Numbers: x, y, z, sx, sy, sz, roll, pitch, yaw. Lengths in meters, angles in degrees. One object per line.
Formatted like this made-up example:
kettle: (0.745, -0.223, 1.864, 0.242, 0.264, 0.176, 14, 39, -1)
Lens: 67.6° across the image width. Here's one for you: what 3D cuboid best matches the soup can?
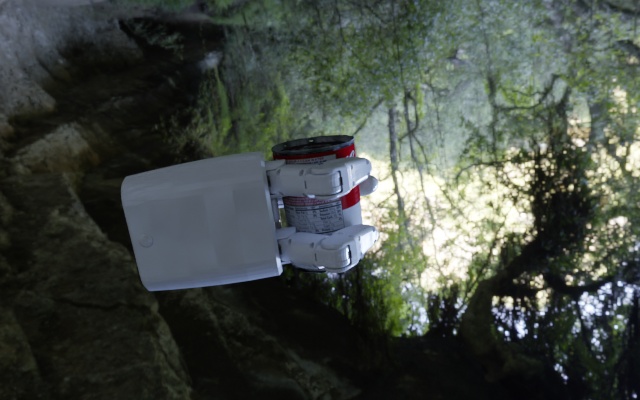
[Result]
soup can: (0.001, 0.001, 0.400, 0.068, 0.102, 0.068, -7, 15, 2)
